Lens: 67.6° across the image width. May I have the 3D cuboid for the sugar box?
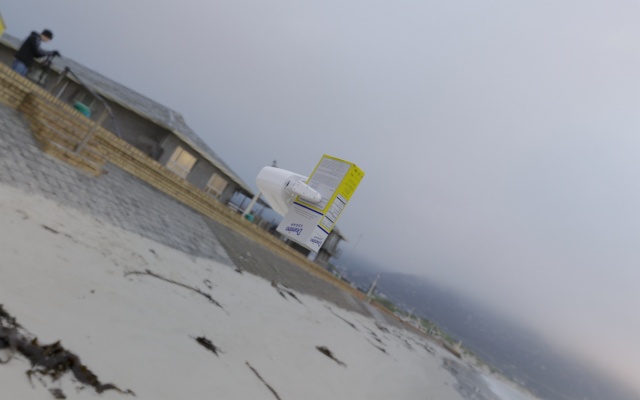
[{"bbox_3d":[0.000,0.003,0.894,0.093,0.176,0.048,23,-11,48],"label":"sugar box"}]
